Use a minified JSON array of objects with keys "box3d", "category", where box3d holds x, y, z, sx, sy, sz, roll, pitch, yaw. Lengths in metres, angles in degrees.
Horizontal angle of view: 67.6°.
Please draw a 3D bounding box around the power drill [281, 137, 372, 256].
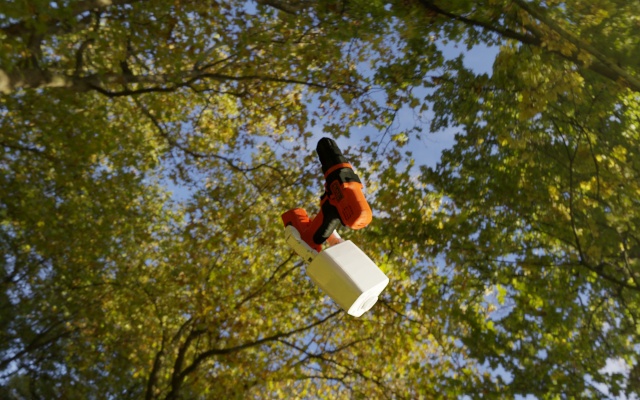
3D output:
[{"box3d":[0.000,0.003,0.874,0.057,0.184,0.188,1,-35,-38],"category":"power drill"}]
